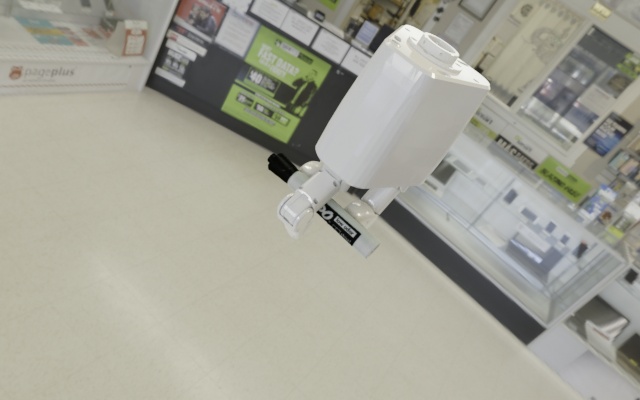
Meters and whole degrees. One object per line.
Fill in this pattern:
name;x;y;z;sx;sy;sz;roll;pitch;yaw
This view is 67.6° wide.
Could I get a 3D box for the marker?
marker;0.000;0.001;0.402;0.121;0.020;0.020;43;13;14
